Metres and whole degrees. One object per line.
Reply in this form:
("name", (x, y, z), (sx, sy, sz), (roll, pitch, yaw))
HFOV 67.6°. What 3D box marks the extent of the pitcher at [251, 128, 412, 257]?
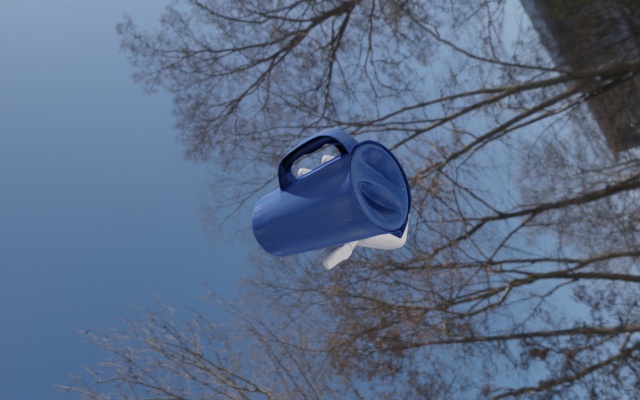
("pitcher", (0.000, 0.002, 0.724), (0.145, 0.149, 0.243), (12, -24, -44))
